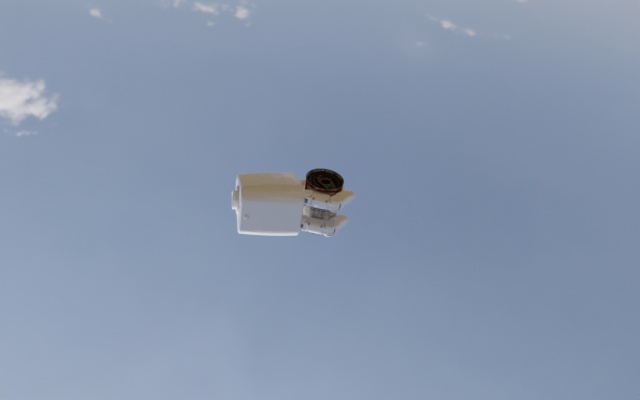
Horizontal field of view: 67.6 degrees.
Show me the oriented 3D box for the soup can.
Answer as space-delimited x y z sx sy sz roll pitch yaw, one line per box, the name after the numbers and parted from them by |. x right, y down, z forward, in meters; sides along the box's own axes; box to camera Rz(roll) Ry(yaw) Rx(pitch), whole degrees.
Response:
0.001 0.003 0.863 0.068 0.102 0.068 7 35 -5 | soup can
